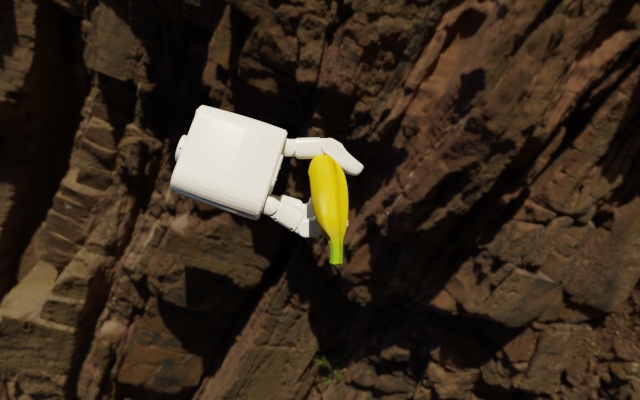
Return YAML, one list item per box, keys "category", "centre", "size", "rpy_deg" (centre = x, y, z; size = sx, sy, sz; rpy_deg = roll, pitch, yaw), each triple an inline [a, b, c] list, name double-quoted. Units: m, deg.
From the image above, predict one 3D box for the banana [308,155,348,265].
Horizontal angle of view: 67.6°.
- category: "banana"
  centre: [0.004, -0.013, 0.529]
  size: [0.037, 0.070, 0.197]
  rpy_deg: [9, 27, -9]
